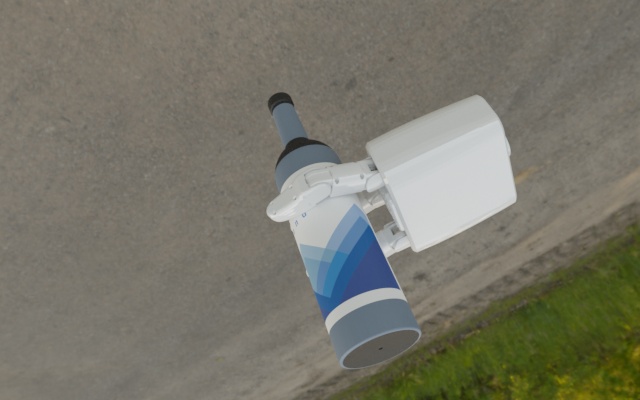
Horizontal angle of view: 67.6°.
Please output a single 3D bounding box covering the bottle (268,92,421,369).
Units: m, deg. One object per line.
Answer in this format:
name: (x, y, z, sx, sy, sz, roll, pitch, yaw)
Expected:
bottle: (0.000, 0.002, 0.444, 0.069, 0.295, 0.069, -15, -36, -11)
